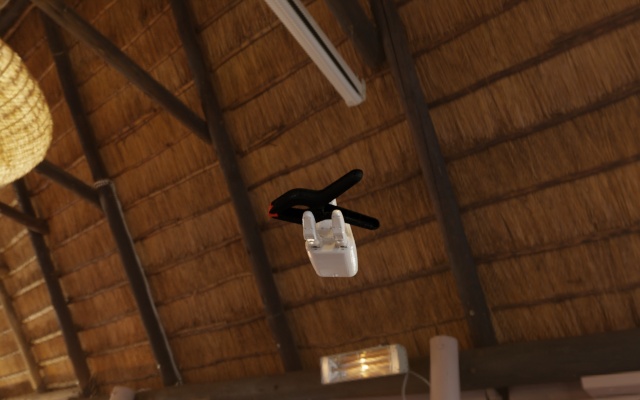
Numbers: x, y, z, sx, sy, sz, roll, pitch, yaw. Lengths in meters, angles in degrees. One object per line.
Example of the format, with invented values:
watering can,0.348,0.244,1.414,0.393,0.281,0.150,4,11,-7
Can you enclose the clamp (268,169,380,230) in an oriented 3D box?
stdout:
clamp,0.000,0.002,0.890,0.210,0.036,0.165,-1,-39,11
